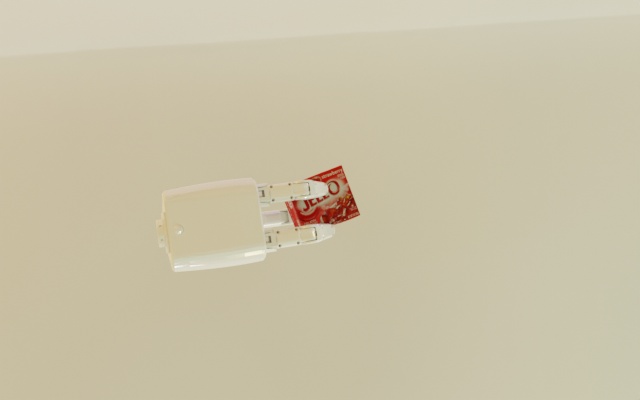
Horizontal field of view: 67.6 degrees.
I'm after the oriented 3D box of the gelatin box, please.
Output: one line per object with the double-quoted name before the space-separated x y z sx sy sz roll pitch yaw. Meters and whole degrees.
"gelatin box" 0.000 0.002 0.634 0.089 0.073 0.030 -22 2 -26
